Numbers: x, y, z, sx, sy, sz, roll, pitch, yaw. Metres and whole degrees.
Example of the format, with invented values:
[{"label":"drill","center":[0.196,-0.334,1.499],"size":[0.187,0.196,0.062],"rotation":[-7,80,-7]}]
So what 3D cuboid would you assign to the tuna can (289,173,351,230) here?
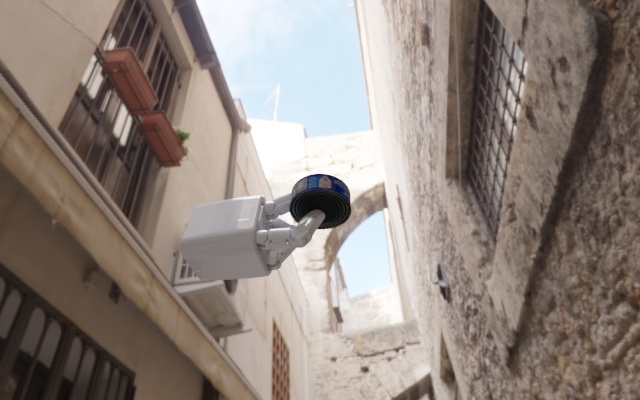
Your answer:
[{"label":"tuna can","center":[0.000,0.002,0.667],"size":[0.086,0.033,0.086],"rotation":[1,-41,1]}]
